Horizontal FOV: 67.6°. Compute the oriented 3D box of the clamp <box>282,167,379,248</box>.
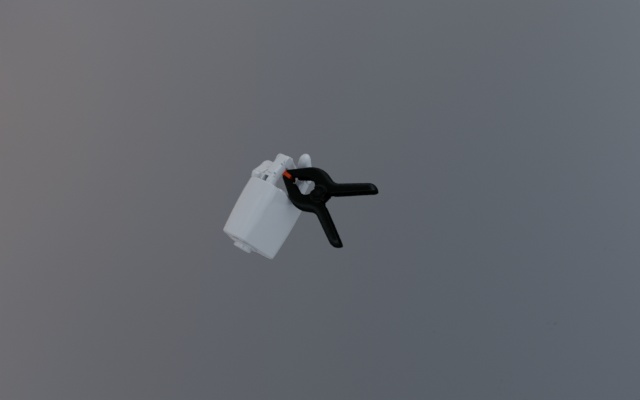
[{"bbox_3d":[0.000,0.002,0.806,0.171,0.120,0.039,21,-16,28],"label":"clamp"}]
